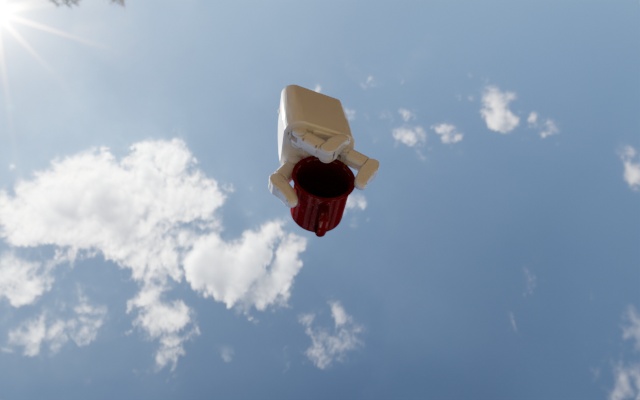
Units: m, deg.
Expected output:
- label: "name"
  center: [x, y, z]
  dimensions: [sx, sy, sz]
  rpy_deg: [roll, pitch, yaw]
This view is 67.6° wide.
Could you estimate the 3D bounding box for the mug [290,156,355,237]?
- label: "mug"
  center: [0.000, 0.003, 0.703]
  dimensions: [0.093, 0.117, 0.082]
  rpy_deg: [2, -44, -10]
